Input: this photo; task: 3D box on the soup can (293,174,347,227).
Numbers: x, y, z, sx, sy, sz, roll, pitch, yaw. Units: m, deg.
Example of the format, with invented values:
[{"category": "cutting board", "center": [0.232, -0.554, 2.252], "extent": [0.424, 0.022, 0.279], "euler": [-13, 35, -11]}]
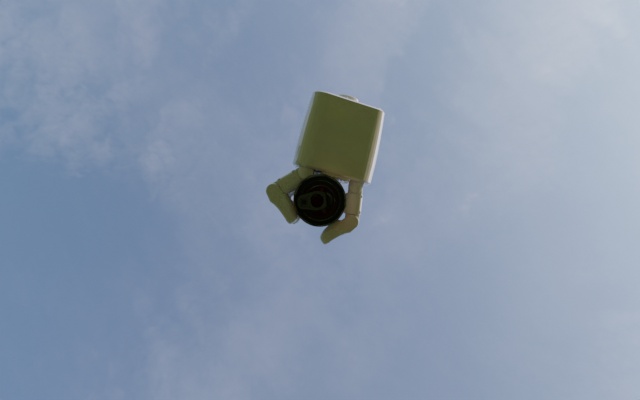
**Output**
[{"category": "soup can", "center": [0.000, 0.003, 0.656], "extent": [0.068, 0.068, 0.102], "euler": [0, -3, 1]}]
